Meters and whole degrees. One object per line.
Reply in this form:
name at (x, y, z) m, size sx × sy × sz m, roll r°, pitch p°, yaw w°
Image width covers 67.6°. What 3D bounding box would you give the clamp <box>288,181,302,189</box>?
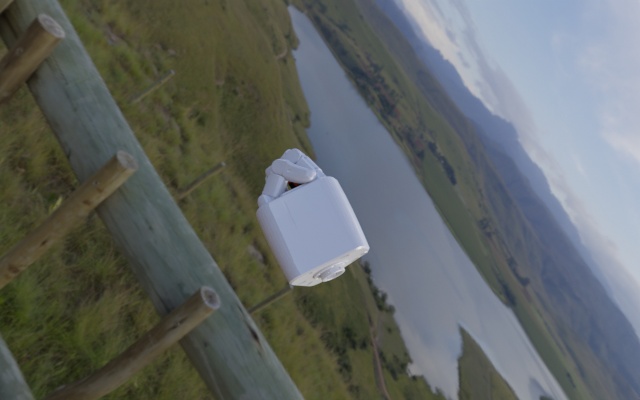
clamp at (0.001, 0.002, 0.729) m, size 0.039 × 0.120 × 0.171 m, roll -31°, pitch -20°, yaw 15°
